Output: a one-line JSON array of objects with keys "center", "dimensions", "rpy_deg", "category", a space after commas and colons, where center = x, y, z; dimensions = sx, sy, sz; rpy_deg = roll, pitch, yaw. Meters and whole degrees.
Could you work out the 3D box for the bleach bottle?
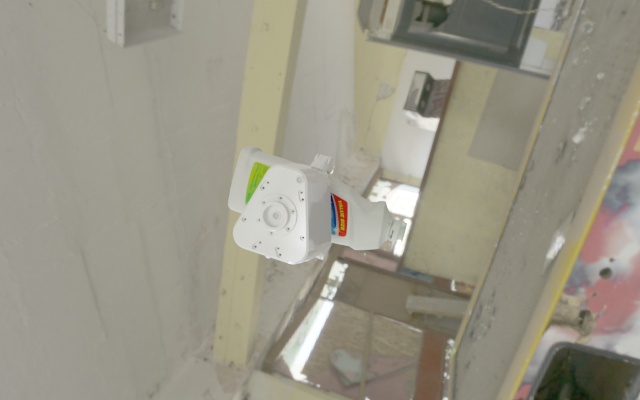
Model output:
[{"center": [0.000, 0.002, 0.678], "dimensions": [0.251, 0.102, 0.068], "rpy_deg": [16, 5, 12], "category": "bleach bottle"}]
